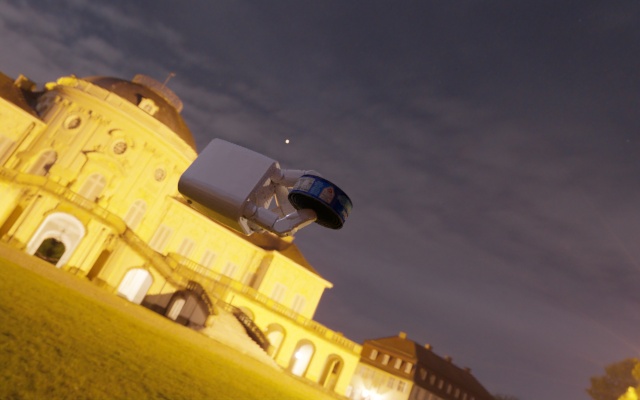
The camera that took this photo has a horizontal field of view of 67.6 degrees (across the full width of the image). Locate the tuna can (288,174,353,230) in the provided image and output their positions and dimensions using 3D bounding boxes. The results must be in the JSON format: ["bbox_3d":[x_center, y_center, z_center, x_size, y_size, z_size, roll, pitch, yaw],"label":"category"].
[{"bbox_3d":[0.000,0.002,0.652,0.086,0.033,0.086,27,-20,11],"label":"tuna can"}]
